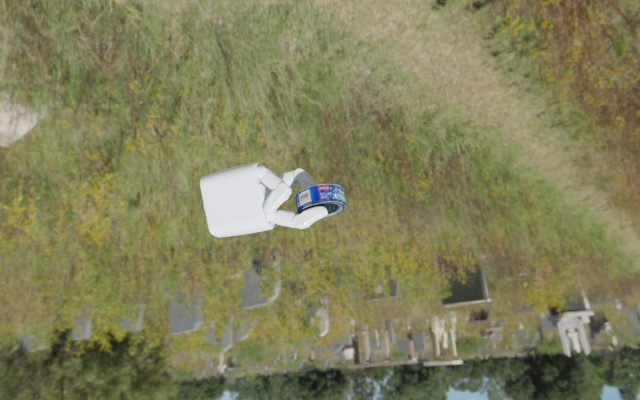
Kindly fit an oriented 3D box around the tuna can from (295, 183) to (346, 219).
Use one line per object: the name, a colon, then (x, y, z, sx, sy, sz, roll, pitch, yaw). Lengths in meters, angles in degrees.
tuna can: (0.000, 0.003, 0.823, 0.086, 0.033, 0.086, -8, -21, -3)
